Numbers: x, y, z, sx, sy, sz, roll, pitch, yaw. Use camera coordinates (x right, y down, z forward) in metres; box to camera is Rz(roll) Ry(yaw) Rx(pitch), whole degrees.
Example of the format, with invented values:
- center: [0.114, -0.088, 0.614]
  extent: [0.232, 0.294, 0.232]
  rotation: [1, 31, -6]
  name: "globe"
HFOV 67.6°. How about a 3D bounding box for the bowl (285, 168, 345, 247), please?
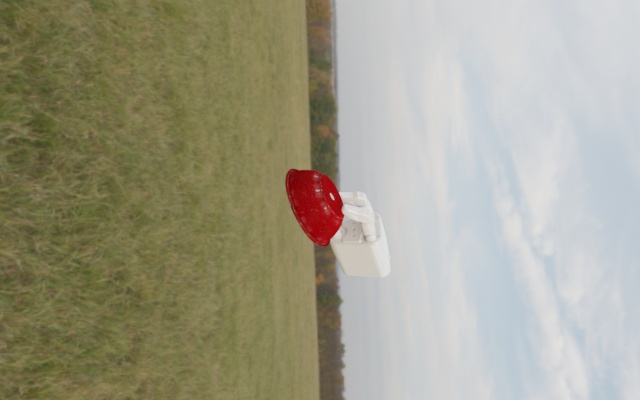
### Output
- center: [0.000, 0.002, 0.898]
  extent: [0.055, 0.162, 0.162]
  rotation: [-25, -9, 20]
  name: "bowl"
